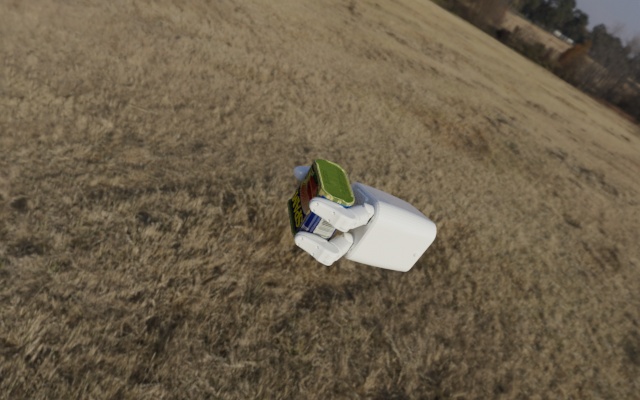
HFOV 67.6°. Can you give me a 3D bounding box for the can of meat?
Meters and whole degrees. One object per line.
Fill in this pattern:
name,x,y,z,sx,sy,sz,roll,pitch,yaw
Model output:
can of meat,0.000,0.002,0.661,0.057,0.084,0.102,19,31,-23
